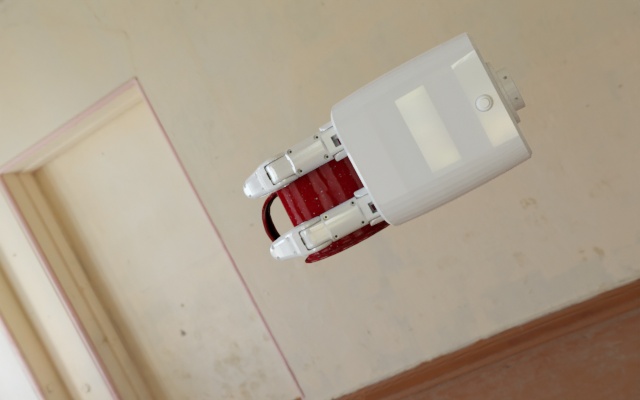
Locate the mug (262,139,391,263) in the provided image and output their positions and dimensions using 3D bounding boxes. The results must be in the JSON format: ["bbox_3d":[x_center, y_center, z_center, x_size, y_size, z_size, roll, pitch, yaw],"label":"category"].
[{"bbox_3d":[-0.001,0.002,0.414,0.117,0.081,0.093,-27,1,23],"label":"mug"}]
